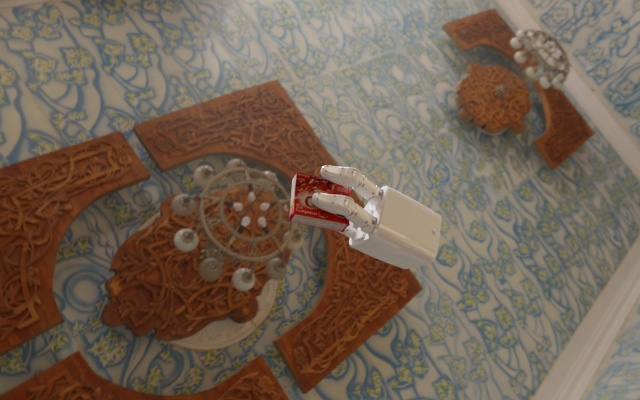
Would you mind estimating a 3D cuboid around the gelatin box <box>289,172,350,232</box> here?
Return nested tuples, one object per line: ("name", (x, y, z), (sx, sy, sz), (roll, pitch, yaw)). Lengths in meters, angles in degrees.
("gelatin box", (0.000, 0.002, 0.717), (0.089, 0.073, 0.030), (12, -32, -15))
